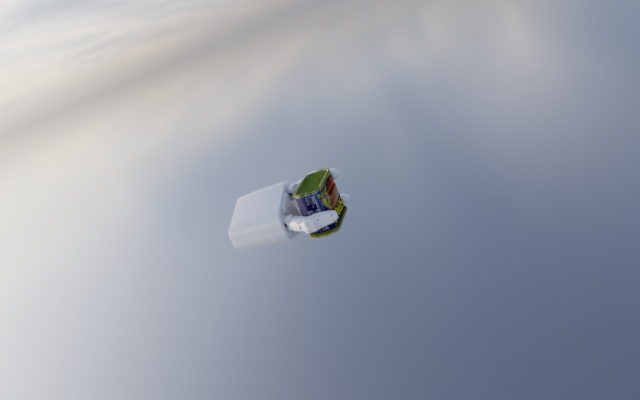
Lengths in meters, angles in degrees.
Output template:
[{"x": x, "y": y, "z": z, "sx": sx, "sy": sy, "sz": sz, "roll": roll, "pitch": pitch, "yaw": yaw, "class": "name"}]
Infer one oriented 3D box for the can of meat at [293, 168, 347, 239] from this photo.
[{"x": 0.000, "y": 0.002, "z": 0.829, "sx": 0.057, "sy": 0.084, "sz": 0.102, "roll": -15, "pitch": 23, "yaw": 22, "class": "can of meat"}]
